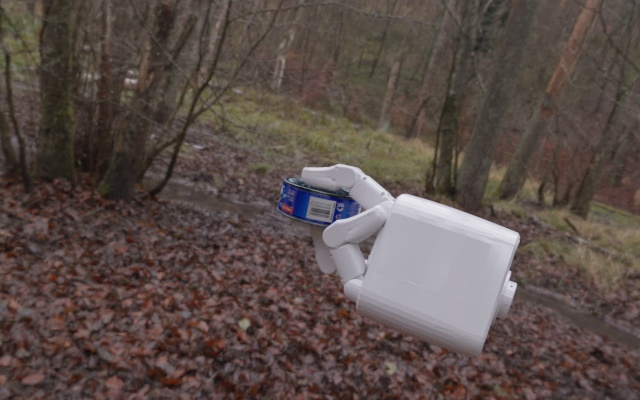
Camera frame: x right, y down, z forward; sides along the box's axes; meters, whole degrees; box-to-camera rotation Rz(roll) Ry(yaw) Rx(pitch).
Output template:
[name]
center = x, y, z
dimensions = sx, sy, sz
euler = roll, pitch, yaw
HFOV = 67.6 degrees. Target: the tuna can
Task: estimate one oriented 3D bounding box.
[tuna can]
center = 0.000, 0.001, 0.491
dimensions = 0.086, 0.034, 0.086
euler = 12, 9, -2
